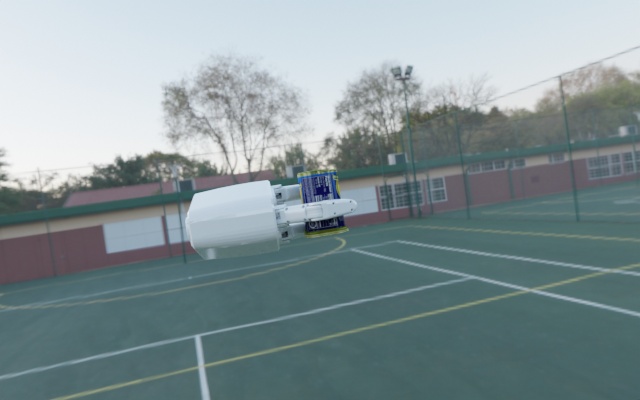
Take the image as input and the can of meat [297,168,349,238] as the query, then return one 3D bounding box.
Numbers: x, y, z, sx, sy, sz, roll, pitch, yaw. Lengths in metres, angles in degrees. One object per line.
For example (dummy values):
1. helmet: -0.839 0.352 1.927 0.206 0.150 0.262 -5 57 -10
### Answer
1. can of meat: 0.000 0.002 0.646 0.057 0.084 0.102 -9 1 -3
